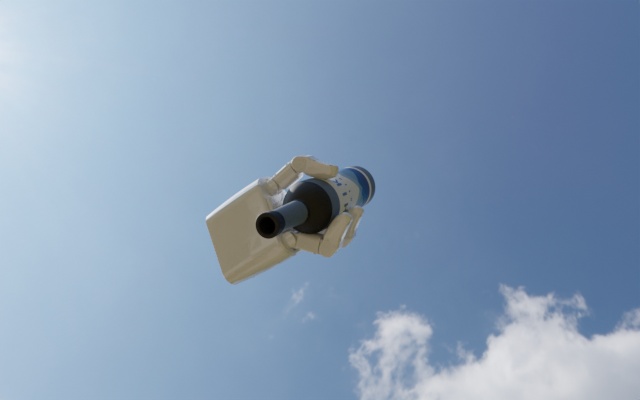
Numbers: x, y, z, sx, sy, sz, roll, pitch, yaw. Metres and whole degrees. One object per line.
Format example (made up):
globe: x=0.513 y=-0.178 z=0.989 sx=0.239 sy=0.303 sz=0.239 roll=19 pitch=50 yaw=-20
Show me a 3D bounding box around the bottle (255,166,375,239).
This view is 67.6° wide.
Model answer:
bottle: x=0.000 y=0.002 z=0.617 sx=0.069 sy=0.069 sz=0.295 roll=0 pitch=9 yaw=22
